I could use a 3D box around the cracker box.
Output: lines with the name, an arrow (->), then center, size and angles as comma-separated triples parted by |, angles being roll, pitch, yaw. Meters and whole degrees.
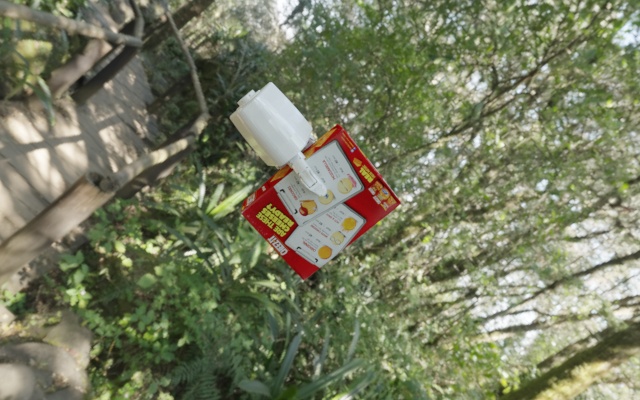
cracker box -> 0.000, 0.003, 0.806 | 0.214, 0.164, 0.072 | -39, 17, 6
